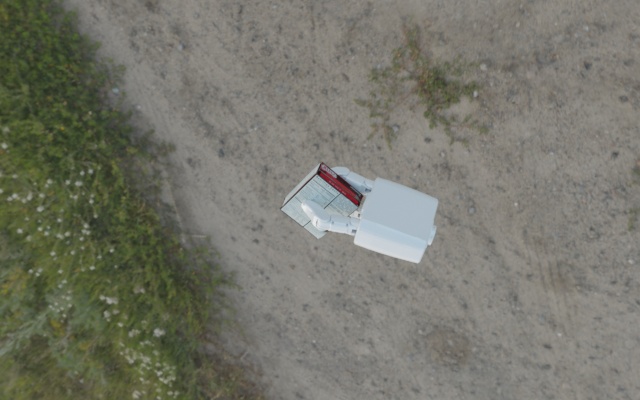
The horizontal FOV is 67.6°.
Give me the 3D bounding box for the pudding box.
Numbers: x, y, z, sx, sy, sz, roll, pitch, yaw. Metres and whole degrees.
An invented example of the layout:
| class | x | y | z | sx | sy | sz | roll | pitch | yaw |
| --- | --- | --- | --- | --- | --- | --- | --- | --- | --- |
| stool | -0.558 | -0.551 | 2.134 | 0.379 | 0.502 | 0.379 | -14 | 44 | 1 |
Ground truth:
| class | x | y | z | sx | sy | sz | roll | pitch | yaw |
| --- | --- | --- | --- | --- | --- | --- | --- | --- | --- |
| pudding box | 0.000 | 0.003 | 0.779 | 0.113 | 0.090 | 0.039 | -42 | 14 | 37 |
